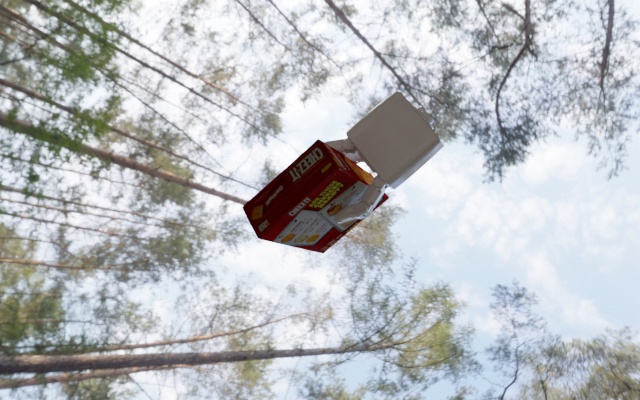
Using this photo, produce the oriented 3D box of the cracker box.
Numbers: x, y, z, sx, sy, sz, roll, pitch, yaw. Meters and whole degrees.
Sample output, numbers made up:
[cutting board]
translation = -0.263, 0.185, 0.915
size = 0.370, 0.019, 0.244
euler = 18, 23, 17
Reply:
[cracker box]
translation = 0.000, 0.003, 0.786
size = 0.164, 0.072, 0.214
euler = -41, -27, 14
